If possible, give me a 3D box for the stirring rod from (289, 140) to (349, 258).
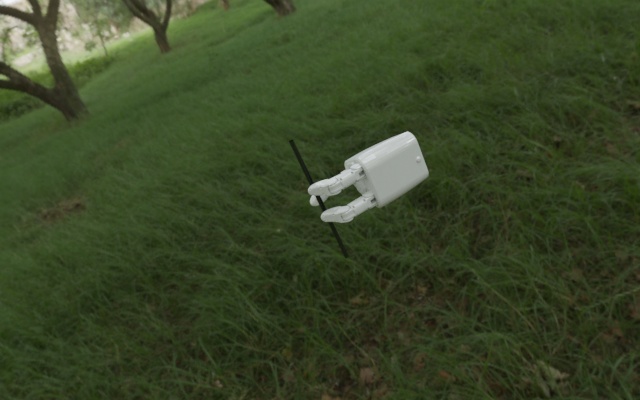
[{"bbox_3d":[0.000,0.003,0.826,0.011,0.240,0.011,-22,23,10],"label":"stirring rod"}]
